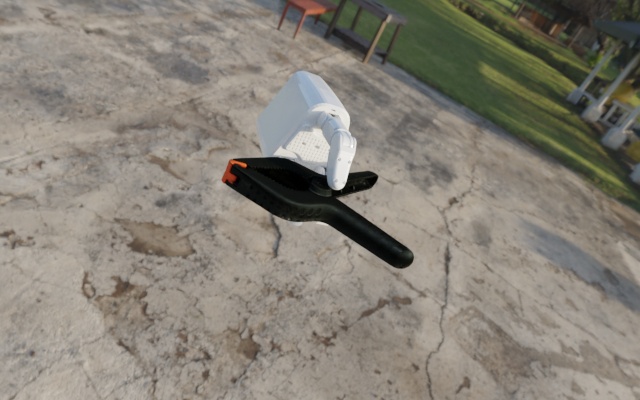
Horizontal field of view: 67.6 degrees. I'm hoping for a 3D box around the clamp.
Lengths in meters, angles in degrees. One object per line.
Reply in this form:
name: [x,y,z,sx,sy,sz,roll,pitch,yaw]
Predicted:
clamp: [0.000,0.001,0.516,0.210,0.036,0.164,12,32,-27]
